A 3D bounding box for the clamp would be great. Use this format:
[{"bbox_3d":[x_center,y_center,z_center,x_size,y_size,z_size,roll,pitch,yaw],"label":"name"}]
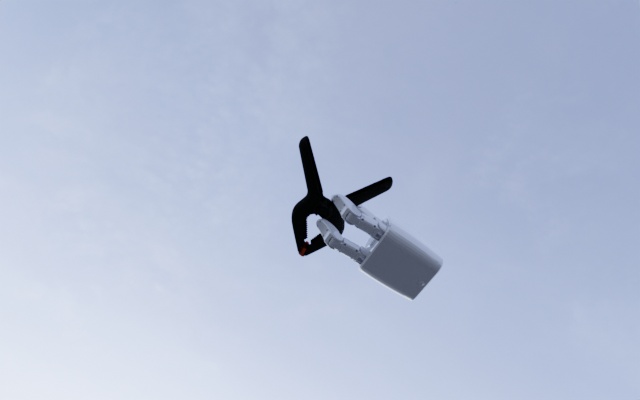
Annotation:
[{"bbox_3d":[0.000,0.003,0.810,0.164,0.210,0.036,33,27,-1],"label":"clamp"}]
